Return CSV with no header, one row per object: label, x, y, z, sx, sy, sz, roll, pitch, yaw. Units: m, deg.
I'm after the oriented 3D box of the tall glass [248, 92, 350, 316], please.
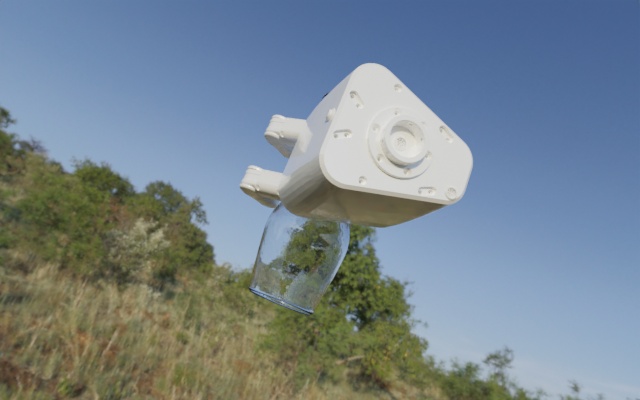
tall glass,0.000,0.001,0.448,0.079,0.201,0.079,20,-16,6
